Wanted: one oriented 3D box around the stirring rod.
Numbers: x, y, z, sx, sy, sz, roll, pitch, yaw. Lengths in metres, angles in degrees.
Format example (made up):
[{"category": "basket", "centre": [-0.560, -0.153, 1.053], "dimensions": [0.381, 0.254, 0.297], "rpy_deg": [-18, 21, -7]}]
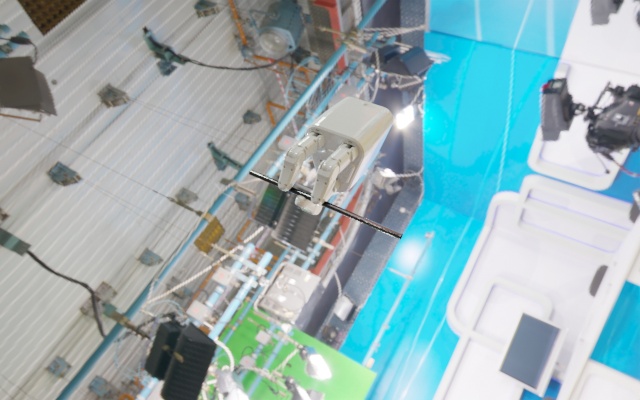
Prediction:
[{"category": "stirring rod", "centre": [0.000, 0.002, 0.647], "dimensions": [0.239, 0.011, 0.011], "rpy_deg": [23, 10, 23]}]
